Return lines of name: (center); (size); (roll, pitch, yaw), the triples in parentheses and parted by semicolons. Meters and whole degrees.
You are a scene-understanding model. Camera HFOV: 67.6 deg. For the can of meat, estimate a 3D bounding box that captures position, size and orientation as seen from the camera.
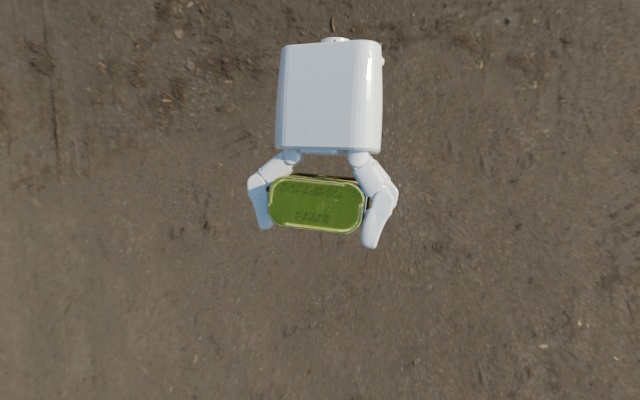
can of meat: (0.000, 0.002, 0.510); (0.102, 0.057, 0.084); (6, 4, 8)
